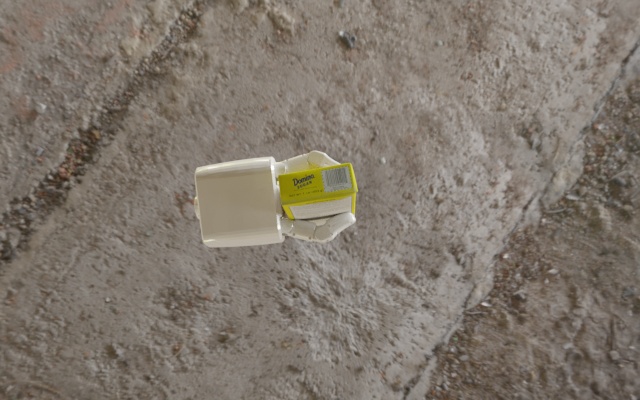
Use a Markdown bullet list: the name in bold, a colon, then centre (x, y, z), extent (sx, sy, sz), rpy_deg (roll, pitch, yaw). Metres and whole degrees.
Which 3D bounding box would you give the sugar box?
- **sugar box**: centre (0.000, 0.002, 0.653), extent (0.093, 0.048, 0.176), rpy_deg (-9, -13, 0)
